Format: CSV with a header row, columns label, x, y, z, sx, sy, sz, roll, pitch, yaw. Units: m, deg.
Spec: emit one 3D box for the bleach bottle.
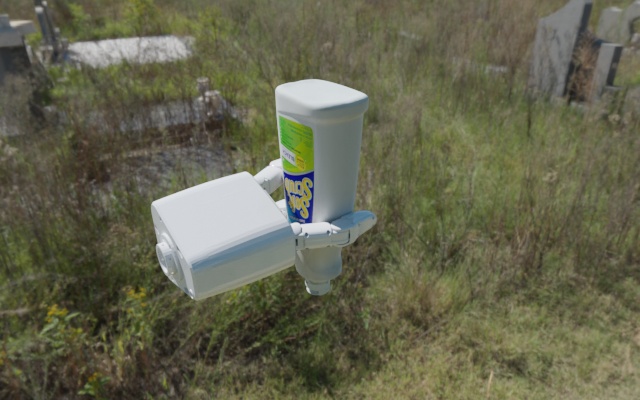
label,x,y,z,sx,sy,sz,roll,pitch,yaw
bleach bottle,0.000,0.002,0.529,0.068,0.251,0.102,-19,33,-30
